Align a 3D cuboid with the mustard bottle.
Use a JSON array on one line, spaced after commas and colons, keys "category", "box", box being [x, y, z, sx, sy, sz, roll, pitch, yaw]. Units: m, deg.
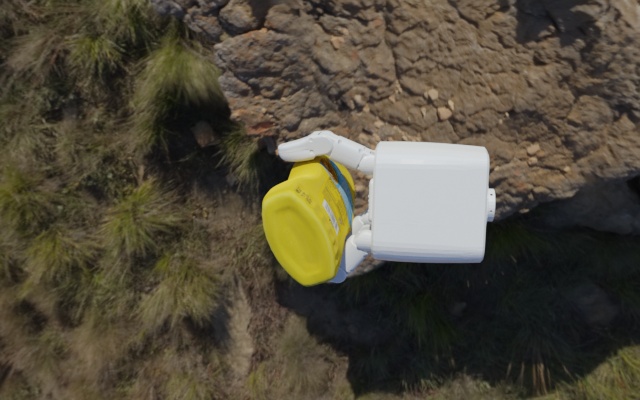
[{"category": "mustard bottle", "box": [0.000, 0.002, 0.502, 0.058, 0.096, 0.191, -21, 16, 20]}]
